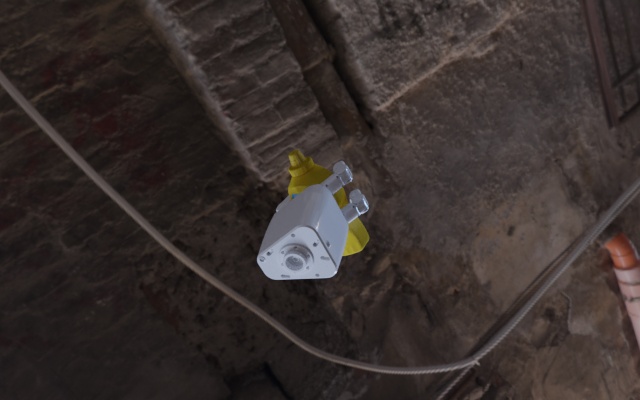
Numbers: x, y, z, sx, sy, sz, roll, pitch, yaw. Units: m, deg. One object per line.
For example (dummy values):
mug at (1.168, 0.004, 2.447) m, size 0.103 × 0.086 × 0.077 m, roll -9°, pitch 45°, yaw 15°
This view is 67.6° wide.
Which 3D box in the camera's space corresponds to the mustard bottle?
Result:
mustard bottle at (0.000, 0.003, 0.781) m, size 0.096 × 0.192 × 0.058 m, roll -6°, pitch 32°, yaw 42°
